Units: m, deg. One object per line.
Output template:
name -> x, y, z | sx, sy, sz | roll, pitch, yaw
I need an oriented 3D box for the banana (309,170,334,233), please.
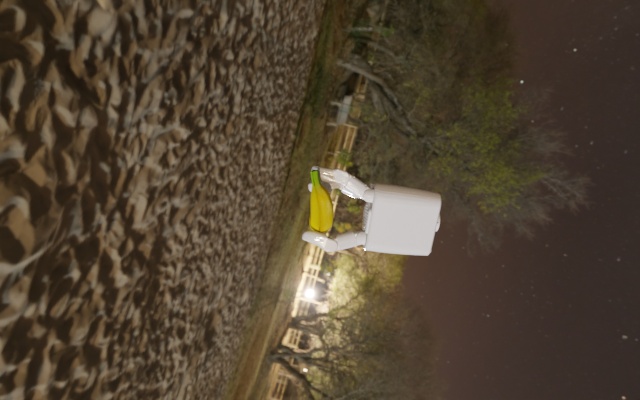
banana -> 0.001, 0.019, 0.782 | 0.037, 0.069, 0.198 | -1, -21, -3
